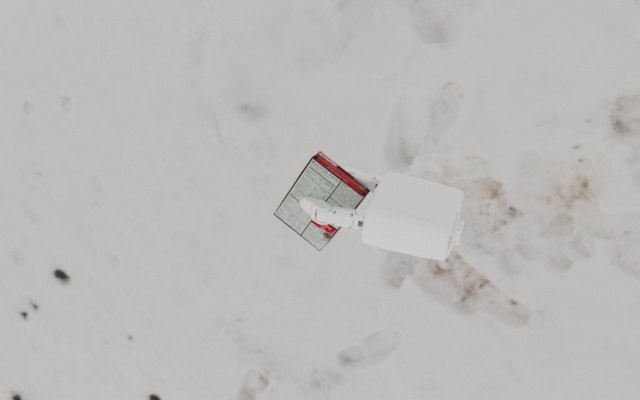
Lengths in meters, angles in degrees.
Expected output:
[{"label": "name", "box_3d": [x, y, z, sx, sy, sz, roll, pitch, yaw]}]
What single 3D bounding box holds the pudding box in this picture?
[{"label": "pudding box", "box_3d": [0.000, 0.002, 0.664, 0.090, 0.113, 0.039, 39, 26, 4]}]
